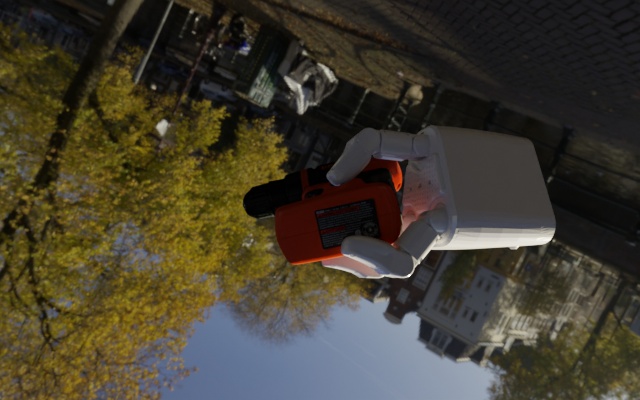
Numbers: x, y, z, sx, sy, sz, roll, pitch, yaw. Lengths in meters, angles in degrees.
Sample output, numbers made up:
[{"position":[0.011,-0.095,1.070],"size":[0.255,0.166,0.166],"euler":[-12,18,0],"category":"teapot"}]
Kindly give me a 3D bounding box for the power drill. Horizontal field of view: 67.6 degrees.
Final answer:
[{"position":[0.000,0.002,0.481],"size":[0.184,0.057,0.187],"euler":[-14,15,4],"category":"power drill"}]
